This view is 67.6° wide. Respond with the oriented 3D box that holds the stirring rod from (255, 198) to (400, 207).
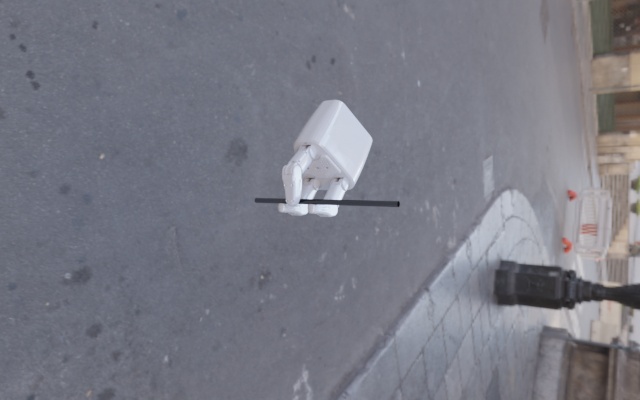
[{"bbox_3d":[0.000,0.002,0.681,0.239,0.011,0.011,1,1,33],"label":"stirring rod"}]
